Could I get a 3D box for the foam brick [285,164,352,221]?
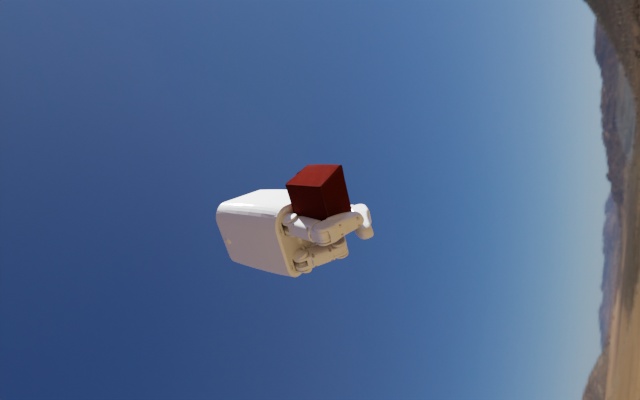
[{"bbox_3d":[0.000,0.002,0.573,0.051,0.078,0.053,6,34,33],"label":"foam brick"}]
